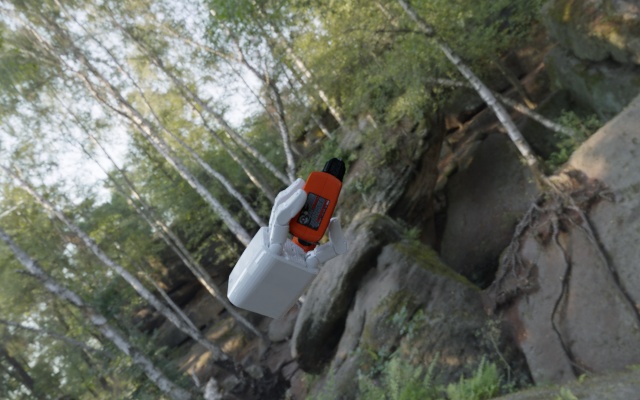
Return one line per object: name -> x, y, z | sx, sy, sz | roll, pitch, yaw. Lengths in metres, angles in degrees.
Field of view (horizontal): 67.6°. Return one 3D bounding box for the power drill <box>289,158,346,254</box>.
power drill -> 0.000, 0.003, 0.799 | 0.057, 0.184, 0.187 | 20, -4, 4
